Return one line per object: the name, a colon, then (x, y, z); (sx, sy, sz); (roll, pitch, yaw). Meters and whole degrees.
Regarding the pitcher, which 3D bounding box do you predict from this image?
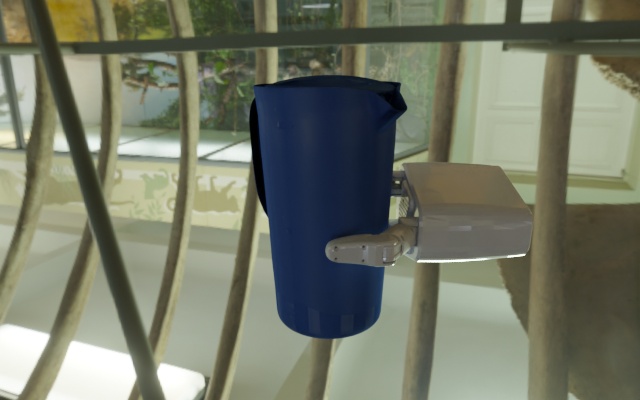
pitcher: (0.000, 0.002, 0.472); (0.145, 0.243, 0.149); (-1, 16, -2)
